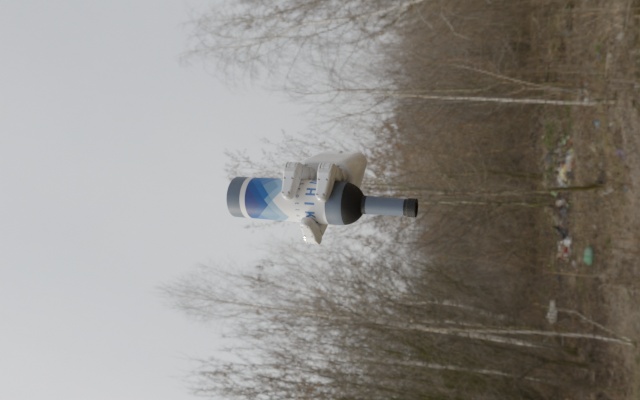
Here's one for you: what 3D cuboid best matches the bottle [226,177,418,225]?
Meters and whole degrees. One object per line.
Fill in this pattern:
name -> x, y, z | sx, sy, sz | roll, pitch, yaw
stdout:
bottle -> 0.000, 0.002, 0.734 | 0.295, 0.069, 0.069 | 4, 1, 20
